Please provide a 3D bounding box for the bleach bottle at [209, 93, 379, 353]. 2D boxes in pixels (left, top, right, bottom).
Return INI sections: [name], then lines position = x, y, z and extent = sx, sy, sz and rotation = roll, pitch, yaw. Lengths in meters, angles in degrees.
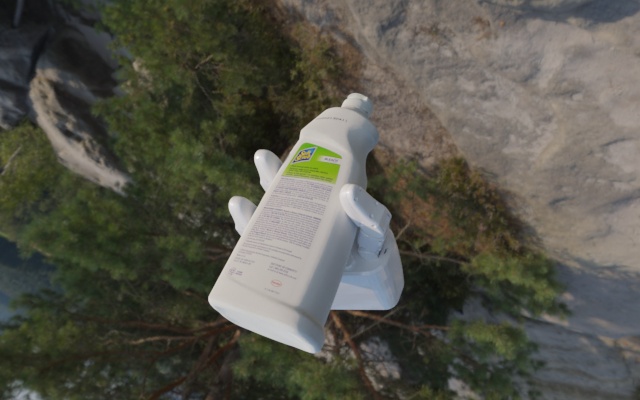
[bleach bottle]
position = 0.000, 0.001, 0.440
extent = 0.102, 0.250, 0.068
rotation = 13, -28, 25
